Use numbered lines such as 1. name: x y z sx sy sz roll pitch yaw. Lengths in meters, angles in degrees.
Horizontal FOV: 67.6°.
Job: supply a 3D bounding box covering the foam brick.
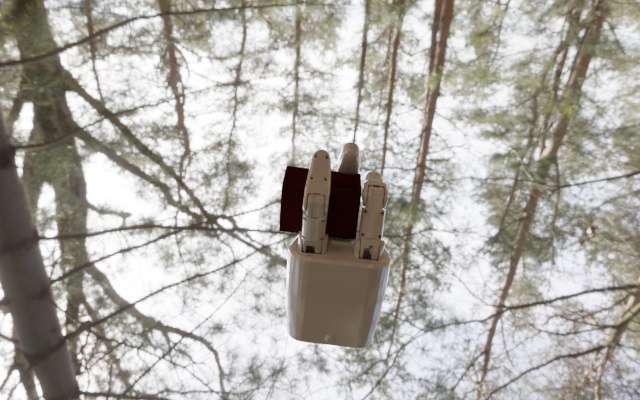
1. foam brick: 0.000 0.001 0.476 0.078 0.051 0.053 7 25 1
